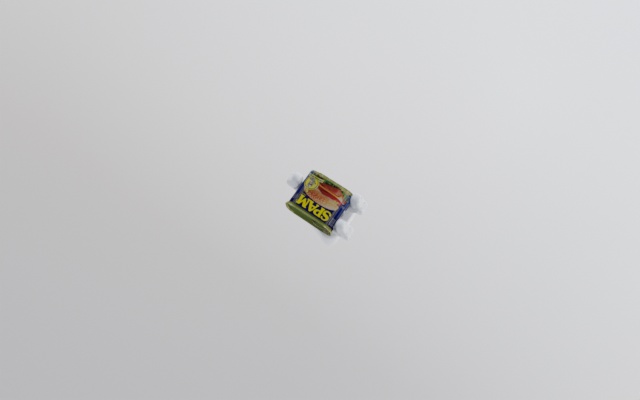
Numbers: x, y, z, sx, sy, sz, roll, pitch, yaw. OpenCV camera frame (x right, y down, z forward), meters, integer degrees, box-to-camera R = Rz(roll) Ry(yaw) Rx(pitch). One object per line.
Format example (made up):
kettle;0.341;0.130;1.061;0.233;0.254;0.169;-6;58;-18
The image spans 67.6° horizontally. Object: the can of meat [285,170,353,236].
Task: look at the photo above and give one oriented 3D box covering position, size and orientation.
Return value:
can of meat;0.000;0.003;0.893;0.102;0.084;0.057;33;-13;11
